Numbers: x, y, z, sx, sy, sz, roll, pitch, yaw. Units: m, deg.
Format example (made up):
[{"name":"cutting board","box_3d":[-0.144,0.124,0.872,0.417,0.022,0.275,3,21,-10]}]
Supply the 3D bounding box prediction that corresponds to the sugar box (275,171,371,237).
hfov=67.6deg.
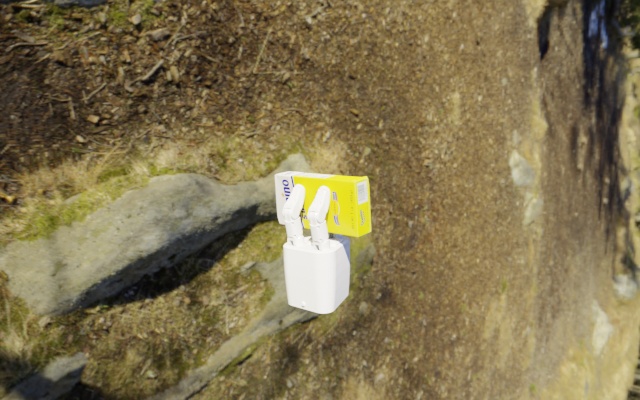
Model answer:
[{"name":"sugar box","box_3d":[0.000,0.003,0.803,0.176,0.093,0.048,5,14,37]}]
